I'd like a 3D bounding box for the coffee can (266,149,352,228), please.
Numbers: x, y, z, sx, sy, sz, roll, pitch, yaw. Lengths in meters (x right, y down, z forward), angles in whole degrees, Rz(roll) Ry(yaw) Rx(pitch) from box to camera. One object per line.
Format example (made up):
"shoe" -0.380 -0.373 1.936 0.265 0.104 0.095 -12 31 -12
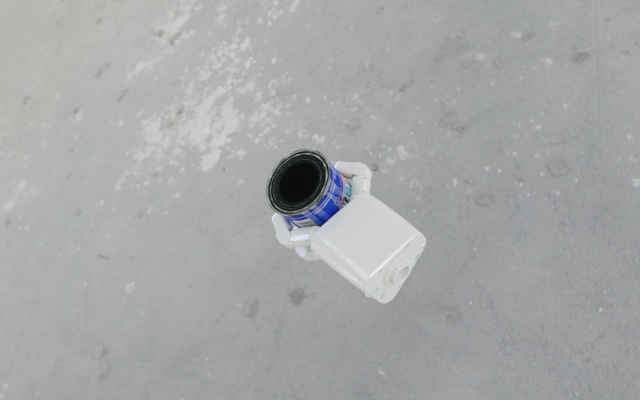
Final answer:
"coffee can" 0.000 0.002 0.704 0.103 0.102 0.140 0 -24 31
